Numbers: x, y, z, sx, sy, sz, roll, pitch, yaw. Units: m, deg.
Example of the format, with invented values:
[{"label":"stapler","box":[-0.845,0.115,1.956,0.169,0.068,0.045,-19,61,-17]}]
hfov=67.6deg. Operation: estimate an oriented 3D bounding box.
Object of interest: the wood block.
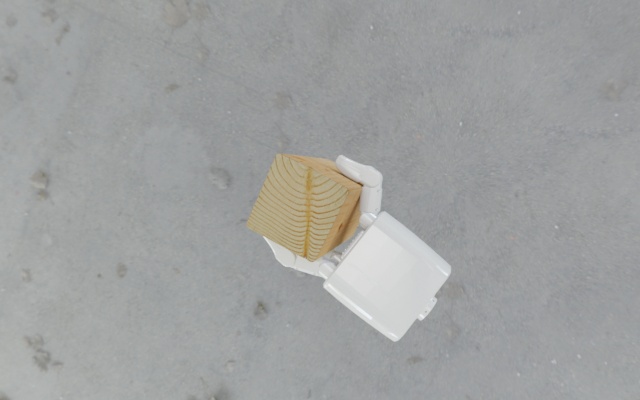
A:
[{"label":"wood block","box":[0.001,0.002,0.603,0.090,0.091,0.206,28,9,12]}]
